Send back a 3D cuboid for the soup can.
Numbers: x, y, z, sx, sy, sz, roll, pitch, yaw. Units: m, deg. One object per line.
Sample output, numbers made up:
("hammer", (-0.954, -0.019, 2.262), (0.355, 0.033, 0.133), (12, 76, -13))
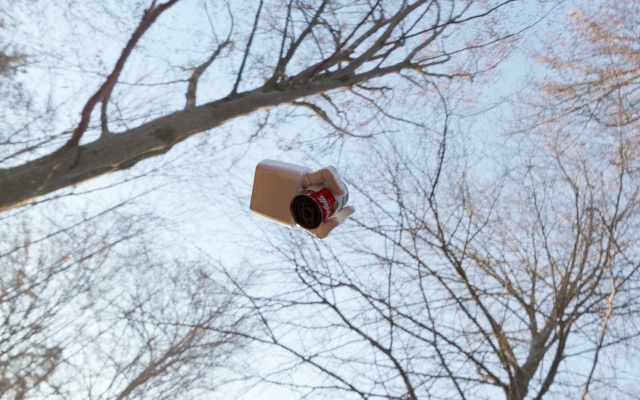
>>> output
("soup can", (0.001, 0.003, 0.876), (0.068, 0.068, 0.102), (0, 21, 34))
